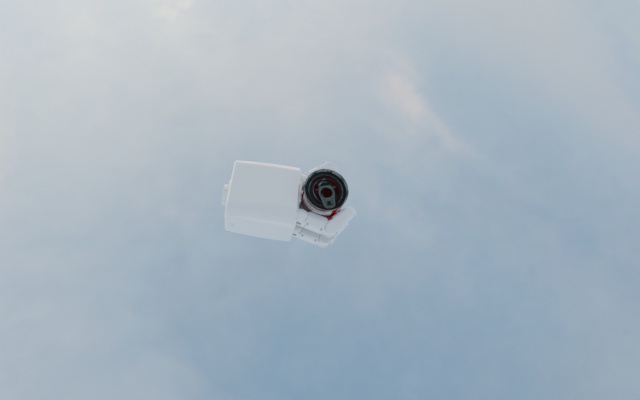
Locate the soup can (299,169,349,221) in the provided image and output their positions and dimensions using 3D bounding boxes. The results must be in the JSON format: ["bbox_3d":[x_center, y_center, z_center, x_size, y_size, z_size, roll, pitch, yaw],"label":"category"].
[{"bbox_3d":[0.001,0.003,0.756,0.068,0.068,0.102,0,-22,-11],"label":"soup can"}]
